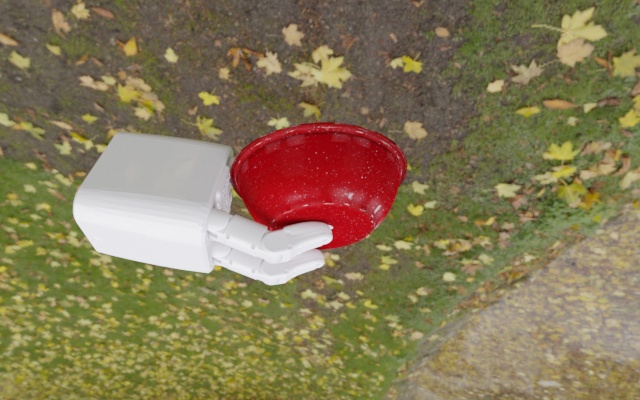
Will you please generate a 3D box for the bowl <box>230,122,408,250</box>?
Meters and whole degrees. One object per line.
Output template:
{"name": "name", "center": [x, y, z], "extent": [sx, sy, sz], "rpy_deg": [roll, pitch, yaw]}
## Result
{"name": "bowl", "center": [0.001, 0.002, 0.426], "extent": [0.162, 0.055, 0.162], "rpy_deg": [-3, -29, -2]}
